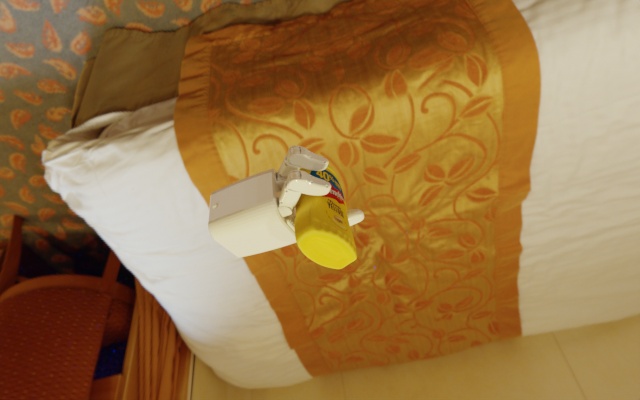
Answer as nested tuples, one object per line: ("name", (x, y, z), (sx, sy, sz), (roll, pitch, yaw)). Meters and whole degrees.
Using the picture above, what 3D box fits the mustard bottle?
("mustard bottle", (0.000, 0.002, 0.698), (0.058, 0.191, 0.096), (-37, -52, 26))
